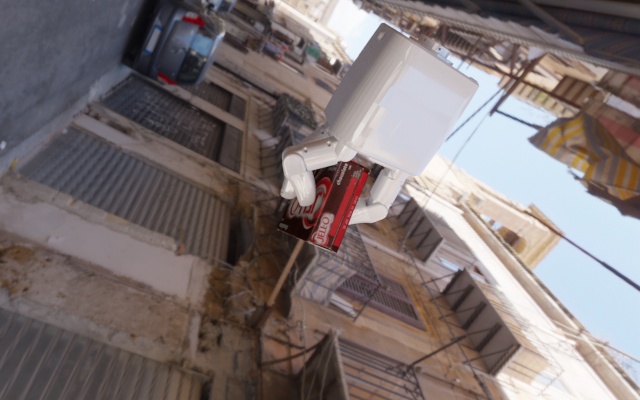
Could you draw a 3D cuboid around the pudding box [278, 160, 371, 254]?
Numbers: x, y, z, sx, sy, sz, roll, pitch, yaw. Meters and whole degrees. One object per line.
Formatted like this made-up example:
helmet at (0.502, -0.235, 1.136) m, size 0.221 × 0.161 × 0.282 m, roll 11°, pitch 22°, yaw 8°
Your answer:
pudding box at (0.000, 0.002, 0.503) m, size 0.039 × 0.090 × 0.113 m, roll 25°, pitch -6°, yaw -17°
